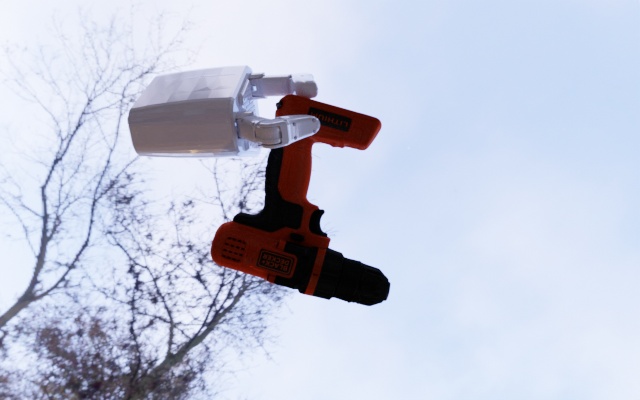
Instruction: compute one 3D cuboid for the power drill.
[{"bbox_3d":[0.000,0.001,0.478,0.184,0.187,0.057,16,0,-4],"label":"power drill"}]
